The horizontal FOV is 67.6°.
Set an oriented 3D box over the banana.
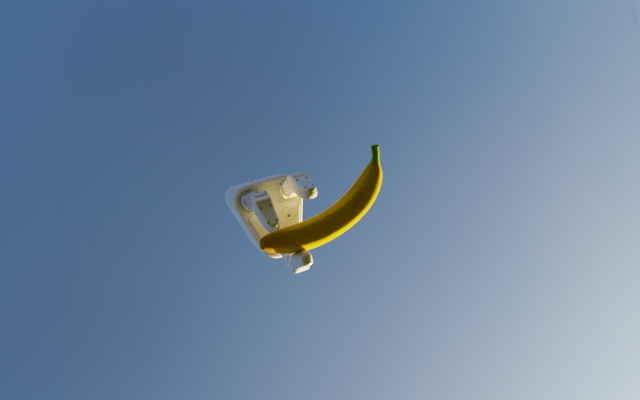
[{"bbox_3d":[0.013,0.014,0.611,0.198,0.070,0.037,-41,18,-11],"label":"banana"}]
